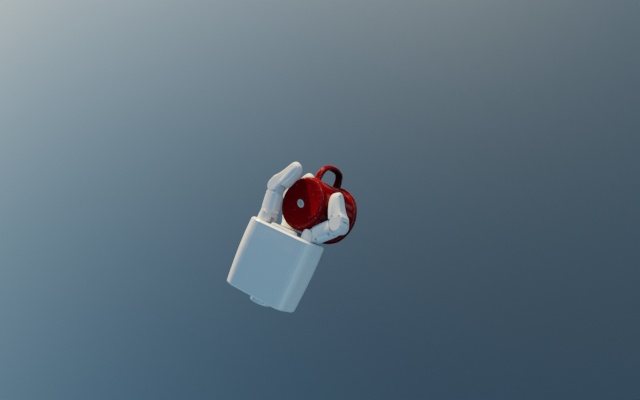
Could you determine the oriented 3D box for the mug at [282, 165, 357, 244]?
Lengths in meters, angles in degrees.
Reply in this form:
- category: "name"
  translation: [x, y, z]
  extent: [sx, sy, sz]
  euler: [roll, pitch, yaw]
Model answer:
- category: "mug"
  translation: [0.001, 0.001, 0.730]
  extent: [0.093, 0.117, 0.081]
  euler: [21, -3, 39]
